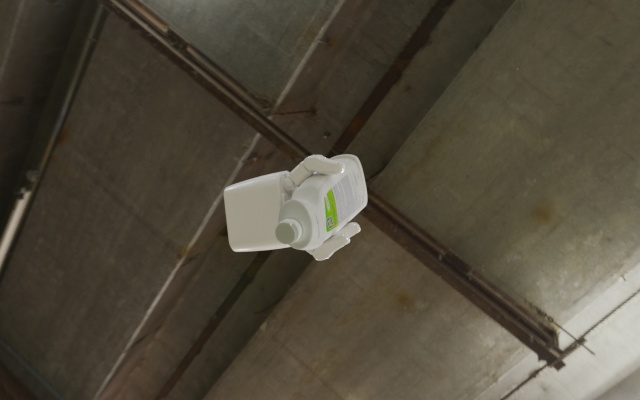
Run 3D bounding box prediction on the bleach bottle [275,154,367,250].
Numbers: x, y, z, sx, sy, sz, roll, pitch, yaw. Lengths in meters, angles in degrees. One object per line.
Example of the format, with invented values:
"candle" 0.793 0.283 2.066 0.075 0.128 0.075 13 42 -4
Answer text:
"bleach bottle" 0.000 0.002 0.705 0.068 0.102 0.250 -10 10 24
